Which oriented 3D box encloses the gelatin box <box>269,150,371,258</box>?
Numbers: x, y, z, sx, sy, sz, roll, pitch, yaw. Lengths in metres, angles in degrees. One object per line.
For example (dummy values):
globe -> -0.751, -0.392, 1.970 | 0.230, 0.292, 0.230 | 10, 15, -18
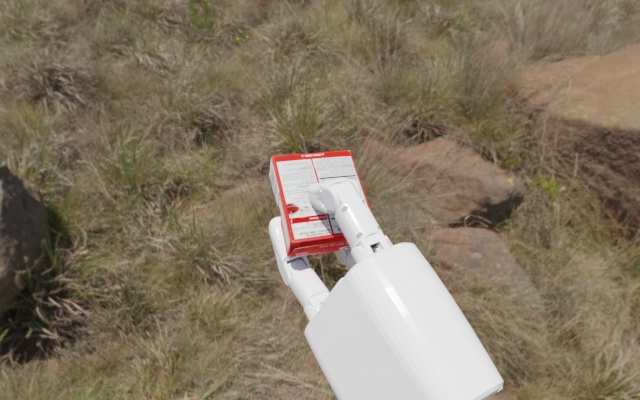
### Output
gelatin box -> 0.000, 0.001, 0.409 | 0.073, 0.089, 0.030 | -7, -31, -16
